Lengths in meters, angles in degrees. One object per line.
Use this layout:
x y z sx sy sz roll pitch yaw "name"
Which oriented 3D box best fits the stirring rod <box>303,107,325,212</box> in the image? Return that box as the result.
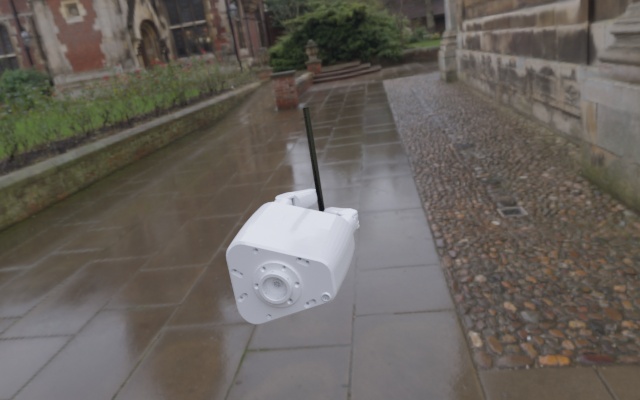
0.000 0.002 0.612 0.011 0.239 0.011 -8 17 3 "stirring rod"
